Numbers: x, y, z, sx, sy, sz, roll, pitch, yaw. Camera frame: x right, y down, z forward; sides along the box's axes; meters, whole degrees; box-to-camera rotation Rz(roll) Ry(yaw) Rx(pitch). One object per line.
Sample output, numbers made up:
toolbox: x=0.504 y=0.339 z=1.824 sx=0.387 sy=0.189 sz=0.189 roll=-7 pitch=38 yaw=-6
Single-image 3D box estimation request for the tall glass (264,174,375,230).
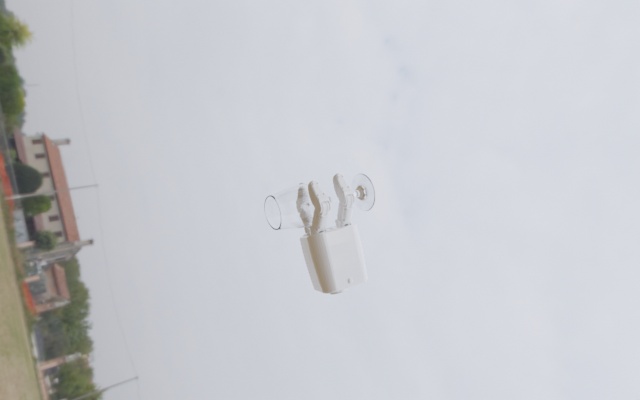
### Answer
tall glass: x=0.001 y=0.003 z=0.876 sx=0.201 sy=0.079 sz=0.079 roll=-12 pitch=6 yaw=-31
